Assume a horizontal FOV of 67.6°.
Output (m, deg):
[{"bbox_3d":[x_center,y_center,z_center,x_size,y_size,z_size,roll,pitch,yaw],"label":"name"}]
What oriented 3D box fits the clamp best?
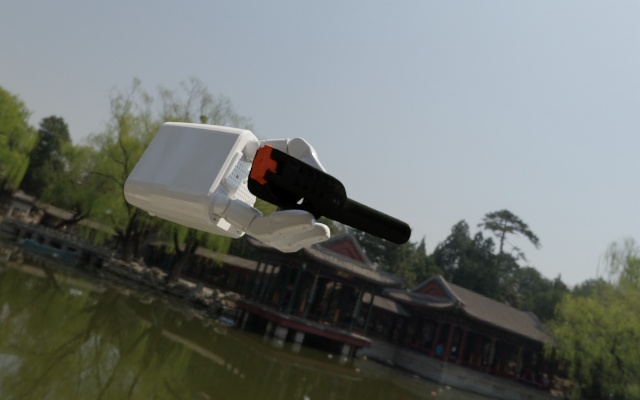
[{"bbox_3d":[0.000,0.001,0.469,0.164,0.036,0.210,9,-14,18],"label":"clamp"}]
